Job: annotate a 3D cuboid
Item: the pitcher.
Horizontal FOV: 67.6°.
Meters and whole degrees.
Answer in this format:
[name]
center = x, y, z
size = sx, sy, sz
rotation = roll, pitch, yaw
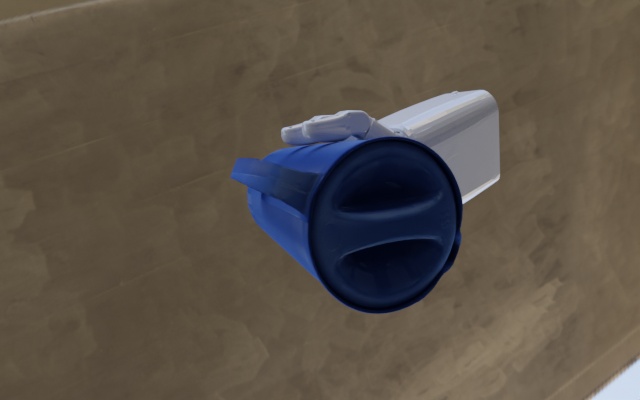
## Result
[pitcher]
center = 0.000, 0.001, 0.453
size = 0.145, 0.149, 0.243
rotation = -28, 17, -17
